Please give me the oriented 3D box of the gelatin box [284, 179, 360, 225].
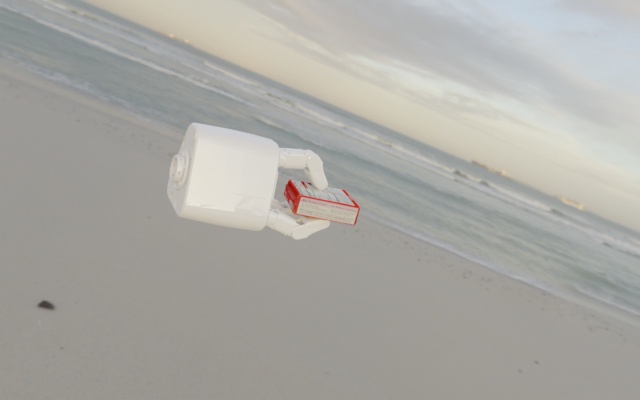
[{"bbox_3d":[0.001,0.002,0.648,0.089,0.030,0.073,10,16,-18],"label":"gelatin box"}]
